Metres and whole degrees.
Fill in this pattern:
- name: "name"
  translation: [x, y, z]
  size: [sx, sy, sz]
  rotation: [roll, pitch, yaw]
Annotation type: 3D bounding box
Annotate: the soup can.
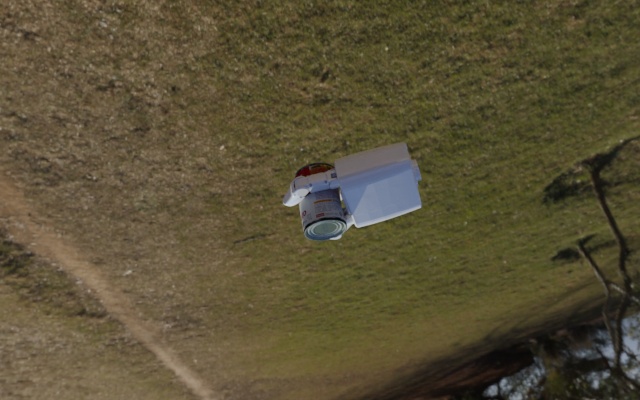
- name: "soup can"
  translation: [0.000, 0.003, 0.734]
  size: [0.068, 0.102, 0.068]
  rotation: [-8, -31, -5]
